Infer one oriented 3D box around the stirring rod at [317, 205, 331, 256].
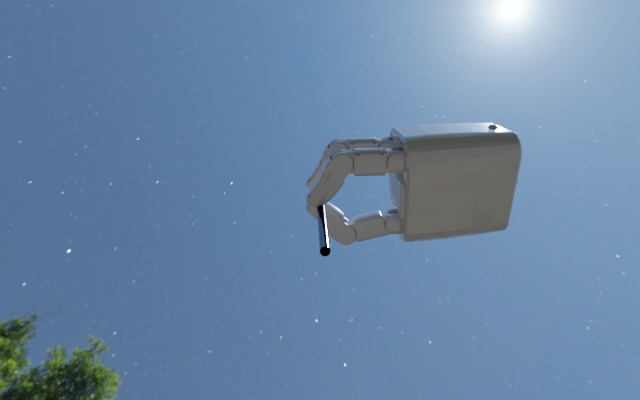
[{"bbox_3d":[0.000,0.002,0.465,0.011,0.011,0.239,0,17,-2],"label":"stirring rod"}]
